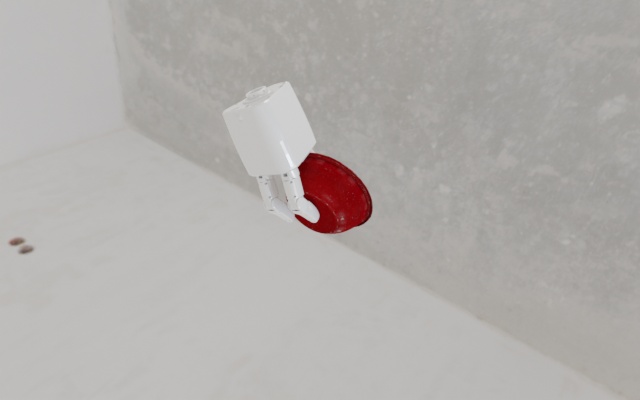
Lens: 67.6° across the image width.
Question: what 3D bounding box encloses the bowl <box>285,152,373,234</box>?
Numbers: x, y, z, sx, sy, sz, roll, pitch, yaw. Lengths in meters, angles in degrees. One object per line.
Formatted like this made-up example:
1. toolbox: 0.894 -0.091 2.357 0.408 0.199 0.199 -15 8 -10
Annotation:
1. bowl: 0.001 0.004 0.768 0.162 0.162 0.055 0 42 41
